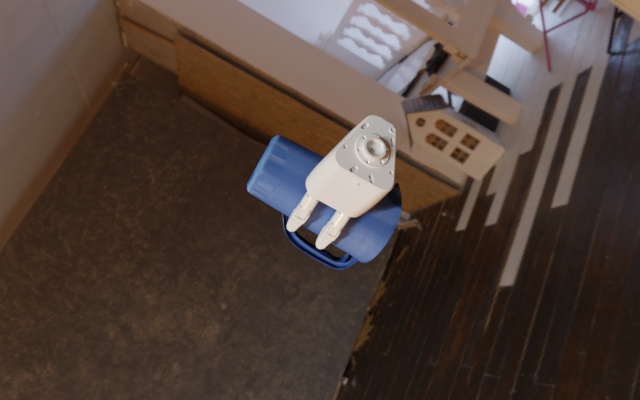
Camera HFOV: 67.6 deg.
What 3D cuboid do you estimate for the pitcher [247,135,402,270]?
[{"bbox_3d":[0.000,0.003,0.802,0.243,0.149,0.145,29,-25,-9],"label":"pitcher"}]
